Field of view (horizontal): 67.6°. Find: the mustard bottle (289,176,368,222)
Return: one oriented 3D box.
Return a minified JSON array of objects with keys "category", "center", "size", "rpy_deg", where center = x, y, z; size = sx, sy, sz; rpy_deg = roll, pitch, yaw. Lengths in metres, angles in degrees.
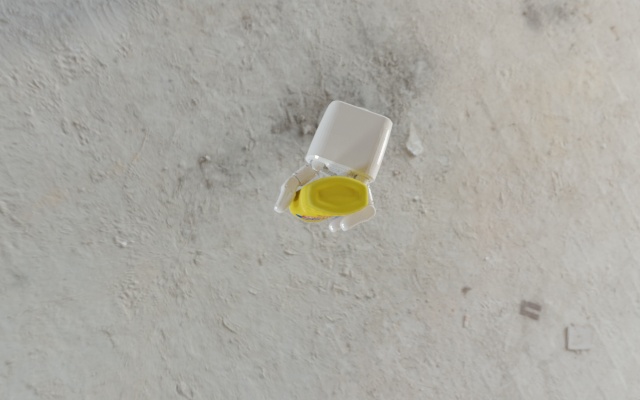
[{"category":"mustard bottle","center":[0.000,0.003,0.774],"size":[0.096,0.058,0.191],"rpy_deg":[-2,-6,-16]}]
